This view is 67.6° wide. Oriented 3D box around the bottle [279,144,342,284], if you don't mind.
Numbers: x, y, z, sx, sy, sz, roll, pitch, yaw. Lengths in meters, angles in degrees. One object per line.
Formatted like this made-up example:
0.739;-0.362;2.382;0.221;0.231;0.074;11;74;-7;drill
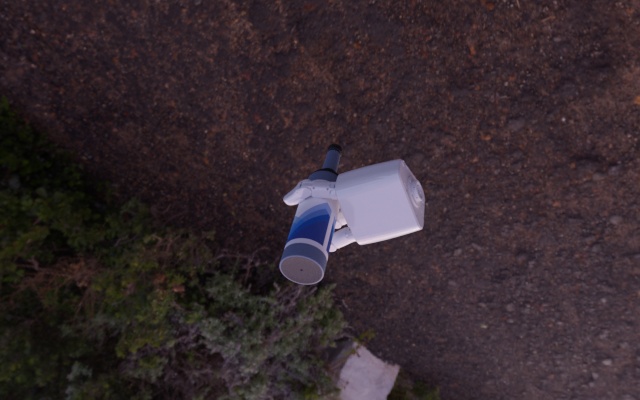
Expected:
0.000;0.003;0.798;0.069;0.069;0.295;0;42;15;bottle
